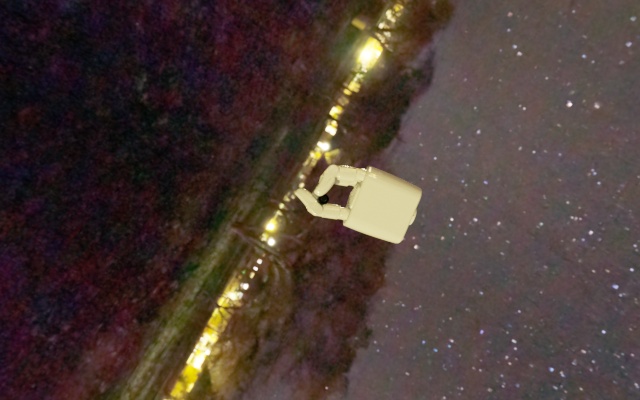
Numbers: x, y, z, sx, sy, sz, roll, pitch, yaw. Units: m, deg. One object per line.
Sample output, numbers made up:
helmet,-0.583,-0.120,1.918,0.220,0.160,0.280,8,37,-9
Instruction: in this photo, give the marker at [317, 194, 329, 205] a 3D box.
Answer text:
marker,0.000,0.003,0.879,0.020,0.020,0.121,0,-6,-6
